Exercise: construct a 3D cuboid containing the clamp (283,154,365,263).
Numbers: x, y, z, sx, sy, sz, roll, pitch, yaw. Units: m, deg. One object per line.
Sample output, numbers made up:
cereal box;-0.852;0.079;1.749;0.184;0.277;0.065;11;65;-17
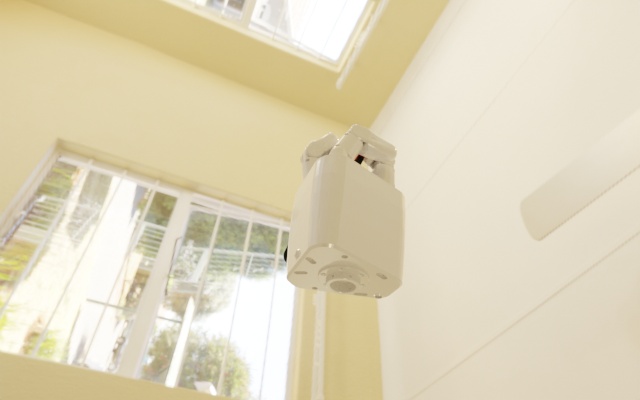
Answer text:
clamp;0.001;0.002;0.578;0.039;0.120;0.171;18;-38;-15
